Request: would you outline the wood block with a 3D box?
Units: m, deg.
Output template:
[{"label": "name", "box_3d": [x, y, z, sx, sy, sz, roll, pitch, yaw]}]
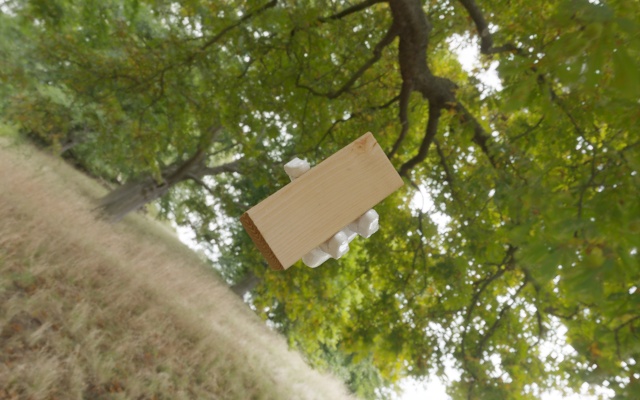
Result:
[{"label": "wood block", "box_3d": [0.000, 0.002, 0.670, 0.206, 0.091, 0.090, -35, 2, -18]}]
